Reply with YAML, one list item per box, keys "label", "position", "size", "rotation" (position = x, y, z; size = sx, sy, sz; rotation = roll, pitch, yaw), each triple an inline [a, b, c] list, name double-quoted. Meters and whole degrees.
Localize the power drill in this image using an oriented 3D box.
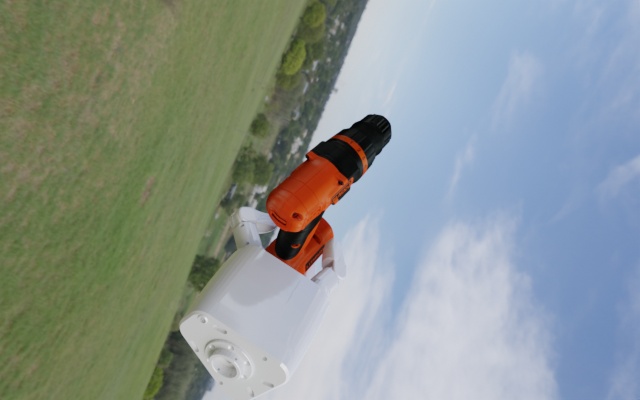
- label: "power drill"
  position: [0.000, 0.002, 0.541]
  size: [0.184, 0.057, 0.188]
  rotation: [-41, -17, -34]
